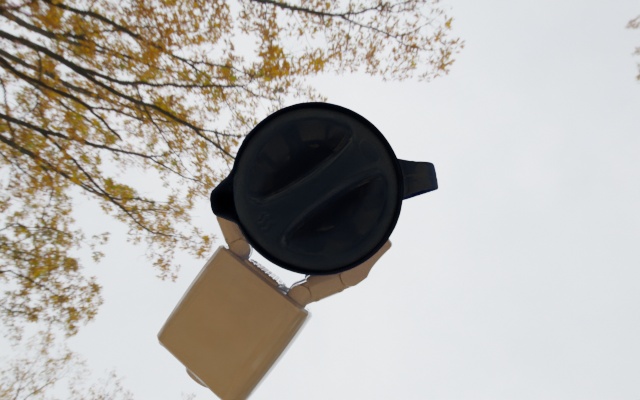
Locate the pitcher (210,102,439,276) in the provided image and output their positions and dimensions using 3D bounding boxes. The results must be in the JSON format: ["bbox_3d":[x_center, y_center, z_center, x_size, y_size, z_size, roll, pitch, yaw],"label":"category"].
[{"bbox_3d":[0.000,0.002,0.474,0.149,0.145,0.243,36,-7,0],"label":"pitcher"}]
